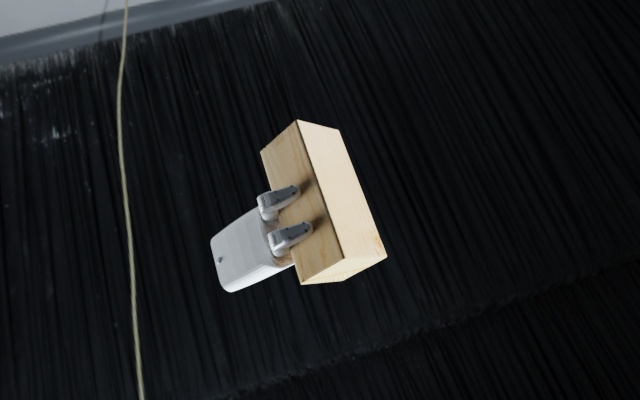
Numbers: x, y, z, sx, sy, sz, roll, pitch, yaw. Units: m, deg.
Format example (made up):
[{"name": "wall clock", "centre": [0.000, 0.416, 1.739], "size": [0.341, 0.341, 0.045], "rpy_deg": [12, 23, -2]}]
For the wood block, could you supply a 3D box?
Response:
[{"name": "wood block", "centre": [0.000, 0.003, 0.670], "size": [0.091, 0.206, 0.090], "rpy_deg": [5, -32, -47]}]
